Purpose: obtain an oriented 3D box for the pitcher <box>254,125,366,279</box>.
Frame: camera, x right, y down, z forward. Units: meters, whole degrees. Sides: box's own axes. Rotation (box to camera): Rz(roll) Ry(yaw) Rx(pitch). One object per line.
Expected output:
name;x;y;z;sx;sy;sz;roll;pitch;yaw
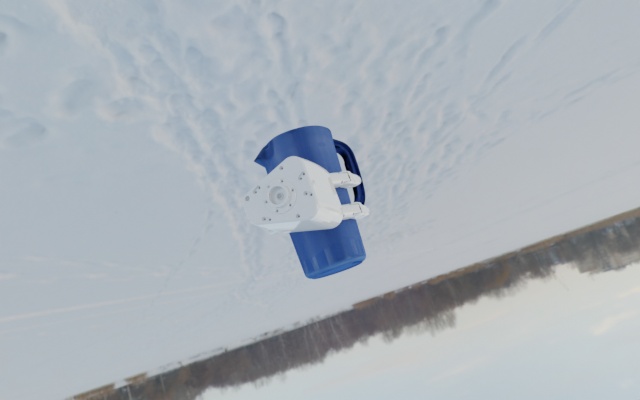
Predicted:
pitcher;0.000;0.003;0.822;0.149;0.242;0.145;-22;-14;14
